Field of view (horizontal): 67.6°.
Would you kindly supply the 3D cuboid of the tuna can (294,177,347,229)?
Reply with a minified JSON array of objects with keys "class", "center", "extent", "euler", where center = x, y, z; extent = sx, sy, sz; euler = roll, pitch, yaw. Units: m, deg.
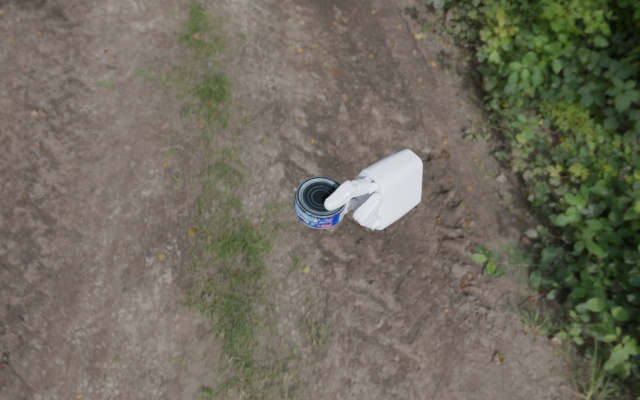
[{"class":"tuna can","center":[0.000,0.002,0.782],"extent":[0.086,0.086,0.034],"euler":[0,-36,-7]}]
